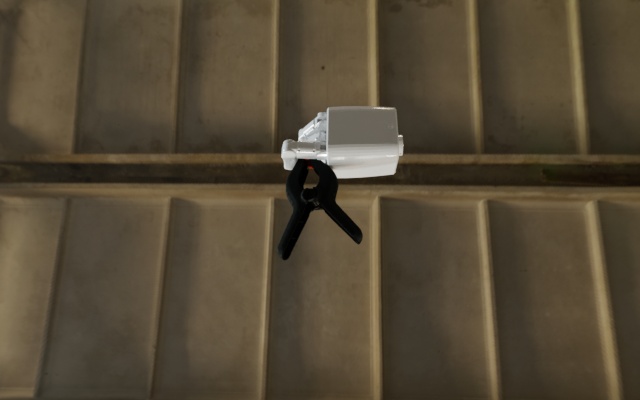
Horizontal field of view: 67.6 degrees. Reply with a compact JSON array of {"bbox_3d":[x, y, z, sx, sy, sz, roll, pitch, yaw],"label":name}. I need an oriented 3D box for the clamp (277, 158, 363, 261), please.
[{"bbox_3d":[0.000,0.002,0.692,0.120,0.171,0.039,-3,-26,7],"label":"clamp"}]
